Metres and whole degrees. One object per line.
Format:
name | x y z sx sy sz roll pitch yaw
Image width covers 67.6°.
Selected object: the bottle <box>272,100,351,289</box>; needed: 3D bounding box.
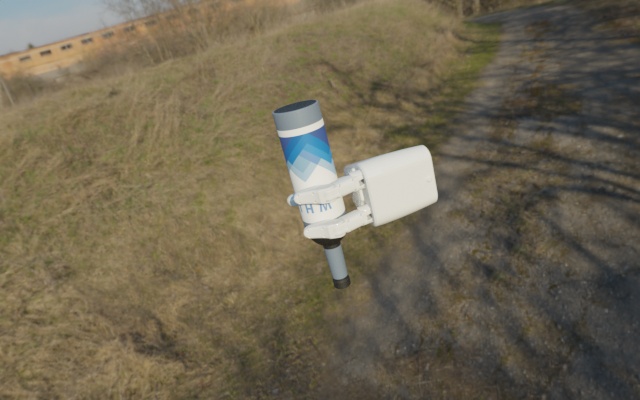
bottle | 0.000 0.002 0.715 0.069 0.296 0.069 -13 21 5
